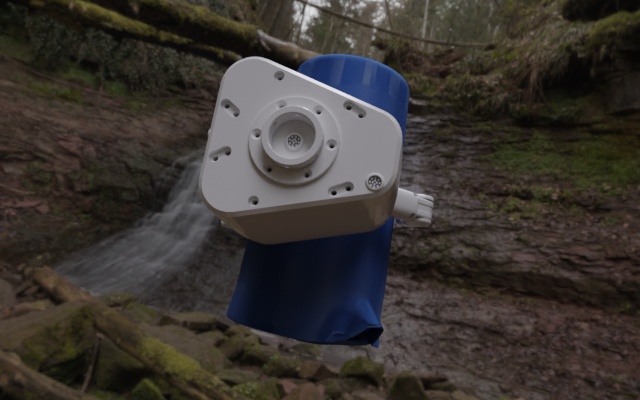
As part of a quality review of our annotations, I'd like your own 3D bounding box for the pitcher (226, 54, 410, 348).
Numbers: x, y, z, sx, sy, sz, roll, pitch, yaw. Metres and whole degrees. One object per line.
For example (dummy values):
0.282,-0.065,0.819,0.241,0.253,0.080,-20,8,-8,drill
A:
0.000,0.001,0.437,0.149,0.242,0.145,11,-9,7,pitcher
